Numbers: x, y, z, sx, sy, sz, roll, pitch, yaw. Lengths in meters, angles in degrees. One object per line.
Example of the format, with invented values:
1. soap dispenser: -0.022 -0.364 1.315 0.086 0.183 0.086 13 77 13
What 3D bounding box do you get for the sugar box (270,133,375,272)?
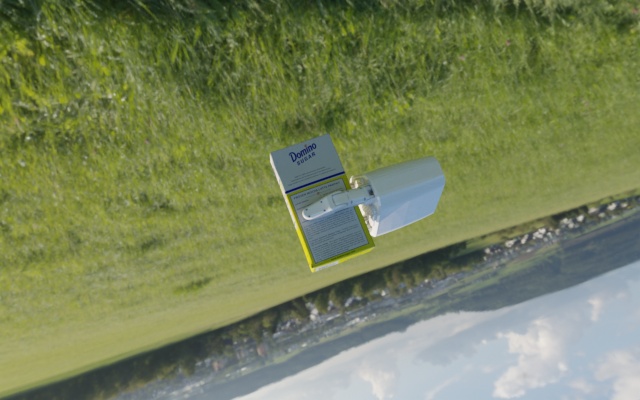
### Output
1. sugar box: 0.000 0.002 0.675 0.093 0.176 0.048 -19 -15 -8
